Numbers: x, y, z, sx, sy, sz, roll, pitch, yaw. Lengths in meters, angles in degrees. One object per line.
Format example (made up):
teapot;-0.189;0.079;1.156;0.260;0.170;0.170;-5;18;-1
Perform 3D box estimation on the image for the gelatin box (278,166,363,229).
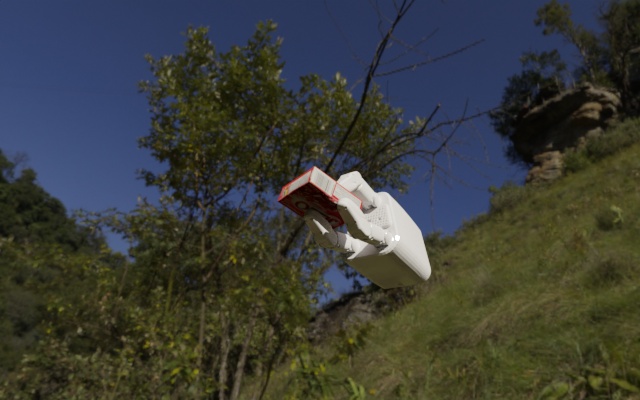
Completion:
gelatin box;0.000;0.002;0.638;0.089;0.030;0.073;35;-39;-23
